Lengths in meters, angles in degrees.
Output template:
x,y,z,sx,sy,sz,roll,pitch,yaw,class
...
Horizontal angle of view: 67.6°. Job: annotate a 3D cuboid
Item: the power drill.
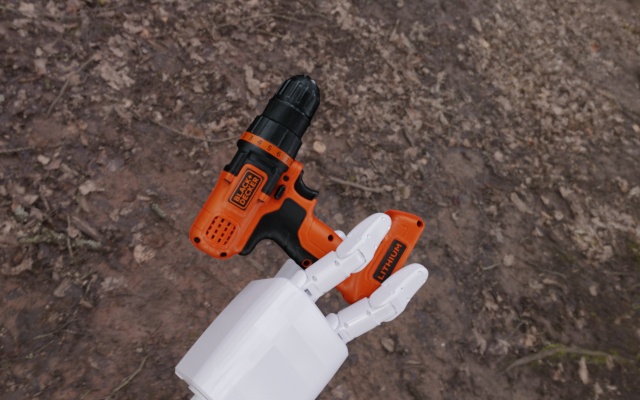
x,y,z,sx,sy,sz,roll,pitch,yaw,class
0.000,0.002,0.446,0.188,0.184,0.057,32,-4,-11,power drill
